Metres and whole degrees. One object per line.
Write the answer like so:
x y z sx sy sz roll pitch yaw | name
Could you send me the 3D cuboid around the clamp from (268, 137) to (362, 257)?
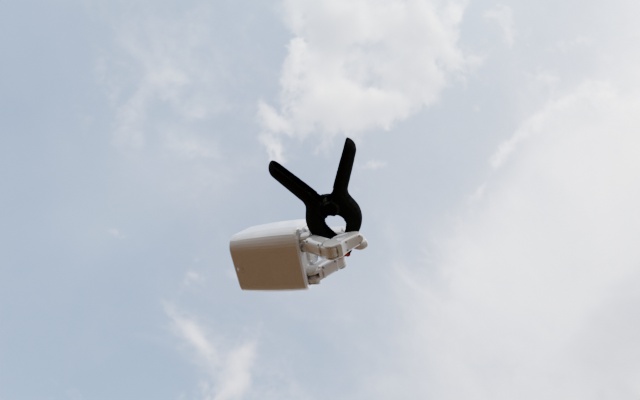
0.000 0.002 0.658 0.120 0.171 0.039 -5 23 14 | clamp
